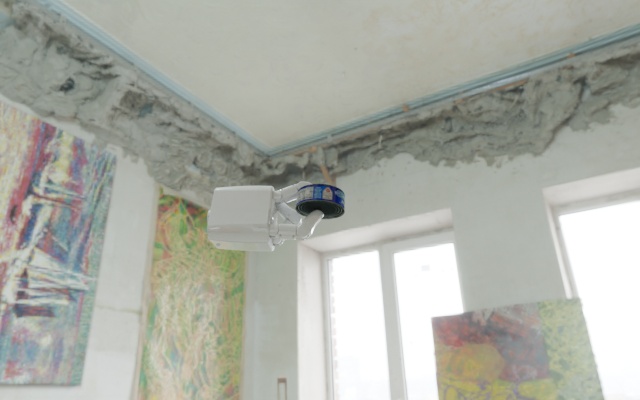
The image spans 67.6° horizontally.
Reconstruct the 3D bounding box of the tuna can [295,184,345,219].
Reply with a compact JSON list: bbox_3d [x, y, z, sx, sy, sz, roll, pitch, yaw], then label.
[{"bbox_3d":[0.000,0.002,0.832,0.086,0.033,0.086,3,-23,1],"label":"tuna can"}]
